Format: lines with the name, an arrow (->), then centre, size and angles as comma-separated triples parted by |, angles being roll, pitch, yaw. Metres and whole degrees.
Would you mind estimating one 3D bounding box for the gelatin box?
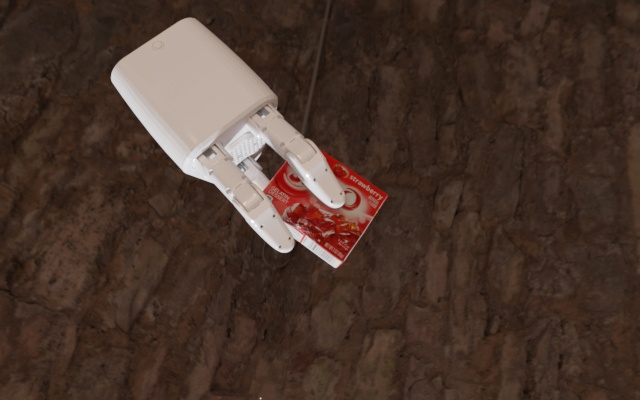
gelatin box -> 0.000, 0.002, 0.407 | 0.089, 0.073, 0.030 | 35, -21, 2
